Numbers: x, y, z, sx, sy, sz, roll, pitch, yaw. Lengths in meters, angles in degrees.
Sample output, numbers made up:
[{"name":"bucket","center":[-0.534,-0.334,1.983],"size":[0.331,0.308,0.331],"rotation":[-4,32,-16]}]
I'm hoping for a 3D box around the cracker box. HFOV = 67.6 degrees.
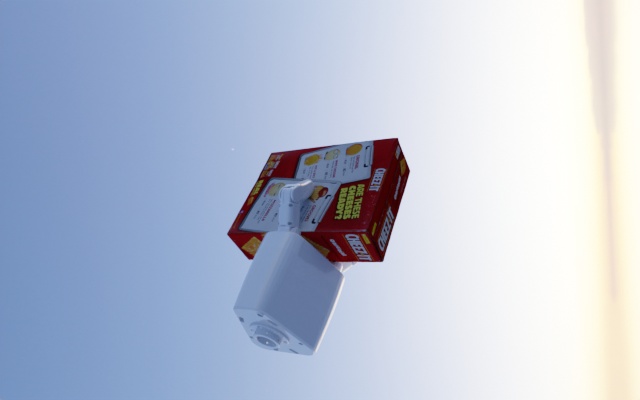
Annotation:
[{"name":"cracker box","center":[0.000,0.002,0.658],"size":[0.213,0.164,0.072],"rotation":[-3,-43,31]}]
